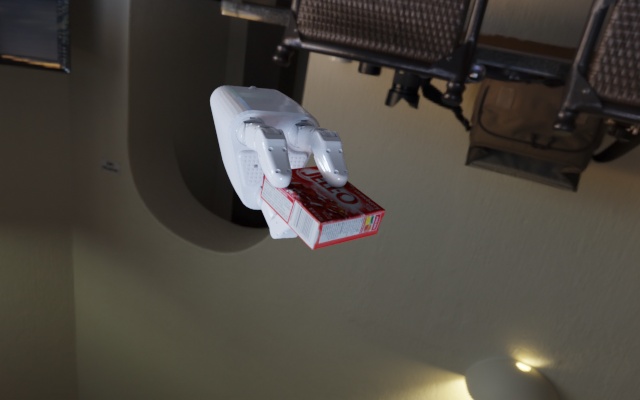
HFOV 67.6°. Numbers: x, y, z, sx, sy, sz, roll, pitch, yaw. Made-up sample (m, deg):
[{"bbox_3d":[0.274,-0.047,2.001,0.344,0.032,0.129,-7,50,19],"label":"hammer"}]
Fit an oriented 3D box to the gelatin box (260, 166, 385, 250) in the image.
[{"bbox_3d":[0.000,0.002,0.423,0.073,0.030,0.089,-9,37,-37],"label":"gelatin box"}]
